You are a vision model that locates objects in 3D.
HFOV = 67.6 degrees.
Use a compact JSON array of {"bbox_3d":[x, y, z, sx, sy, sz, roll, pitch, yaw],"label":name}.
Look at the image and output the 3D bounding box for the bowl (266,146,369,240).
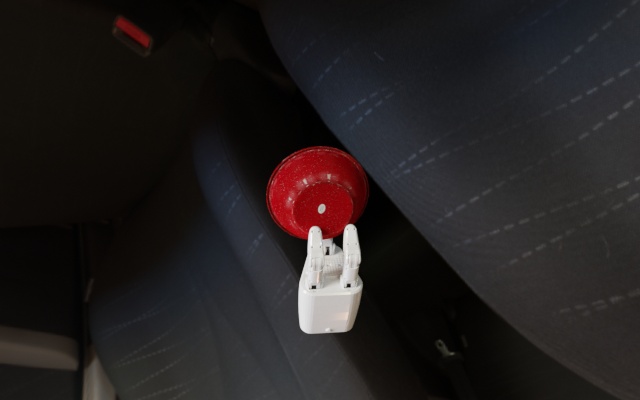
[{"bbox_3d":[0.000,0.001,0.724,0.162,0.162,0.055,0,25,-9],"label":"bowl"}]
